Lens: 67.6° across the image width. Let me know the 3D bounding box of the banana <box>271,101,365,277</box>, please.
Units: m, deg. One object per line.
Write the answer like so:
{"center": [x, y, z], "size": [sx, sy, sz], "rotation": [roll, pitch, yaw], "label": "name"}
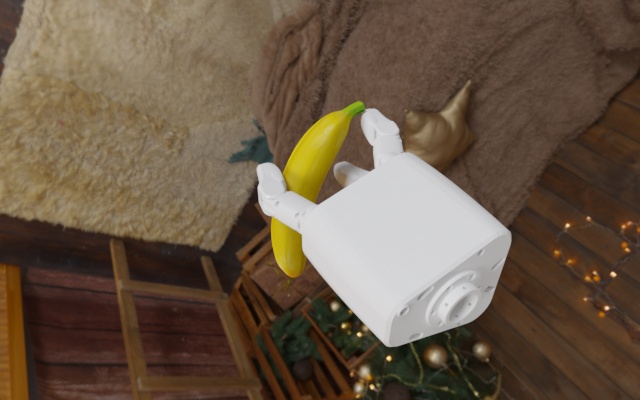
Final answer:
{"center": [-0.013, -0.002, 0.456], "size": [0.069, 0.198, 0.037], "rotation": [2, 29, -41], "label": "banana"}
